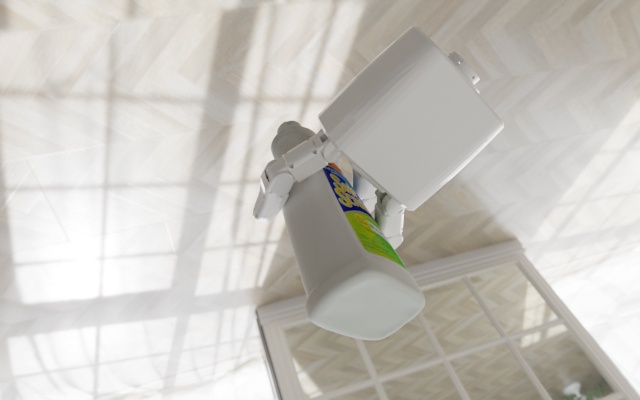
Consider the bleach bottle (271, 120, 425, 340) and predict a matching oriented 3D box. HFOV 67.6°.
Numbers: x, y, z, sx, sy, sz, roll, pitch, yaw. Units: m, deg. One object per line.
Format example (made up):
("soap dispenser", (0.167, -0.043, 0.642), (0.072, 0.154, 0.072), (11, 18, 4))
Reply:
("bleach bottle", (0.000, 0.002, 0.440), (0.068, 0.250, 0.103), (-43, -46, 17))
